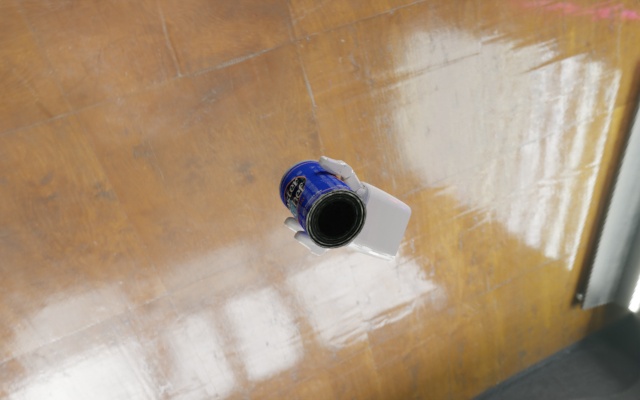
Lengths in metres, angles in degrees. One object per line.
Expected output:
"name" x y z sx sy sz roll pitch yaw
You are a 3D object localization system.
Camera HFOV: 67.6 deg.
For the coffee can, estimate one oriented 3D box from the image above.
"coffee can" 0.000 0.002 0.792 0.103 0.103 0.140 0 23 -23
